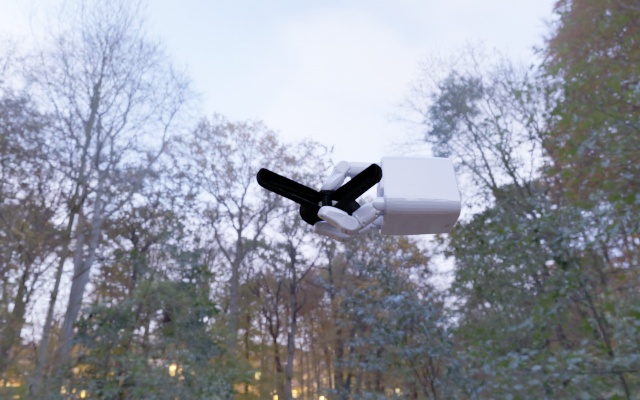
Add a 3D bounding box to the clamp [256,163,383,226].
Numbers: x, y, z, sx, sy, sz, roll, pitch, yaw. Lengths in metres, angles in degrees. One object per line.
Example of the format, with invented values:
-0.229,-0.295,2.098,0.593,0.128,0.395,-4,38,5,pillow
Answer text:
0.000,0.002,0.695,0.164,0.036,0.210,2,-24,3,clamp
